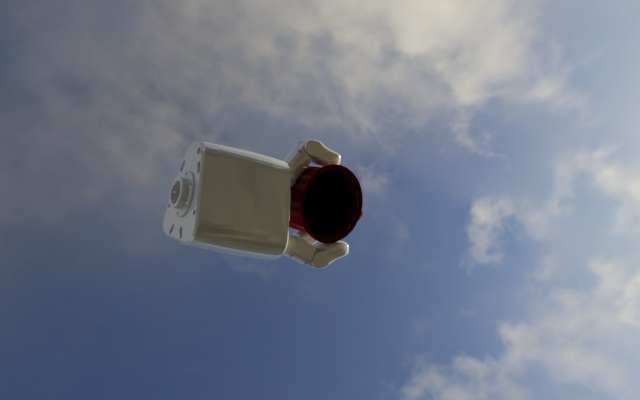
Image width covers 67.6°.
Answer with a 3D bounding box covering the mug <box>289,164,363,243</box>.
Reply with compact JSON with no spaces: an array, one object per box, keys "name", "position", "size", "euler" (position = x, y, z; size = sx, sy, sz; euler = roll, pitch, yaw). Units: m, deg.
[{"name":"mug","position":[0.001,0.002,0.595],"size":[0.117,0.093,0.081],"euler":[15,-2,-37]}]
